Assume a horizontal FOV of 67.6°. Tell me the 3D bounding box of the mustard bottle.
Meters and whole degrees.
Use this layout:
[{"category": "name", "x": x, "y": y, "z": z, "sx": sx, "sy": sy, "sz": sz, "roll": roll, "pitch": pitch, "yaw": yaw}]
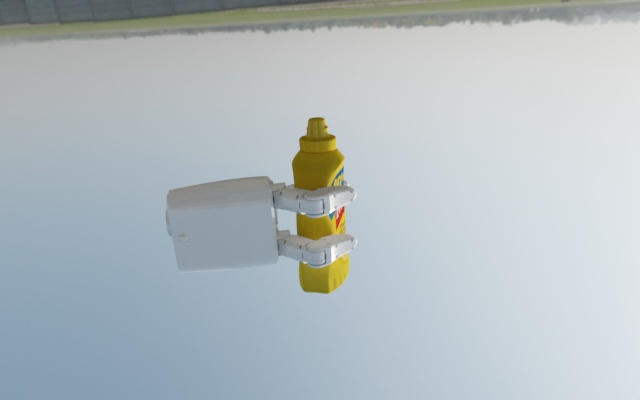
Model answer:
[{"category": "mustard bottle", "x": 0.000, "y": 0.002, "z": 0.544, "sx": 0.058, "sy": 0.192, "sz": 0.096, "roll": 2, "pitch": 21, "yaw": 16}]
